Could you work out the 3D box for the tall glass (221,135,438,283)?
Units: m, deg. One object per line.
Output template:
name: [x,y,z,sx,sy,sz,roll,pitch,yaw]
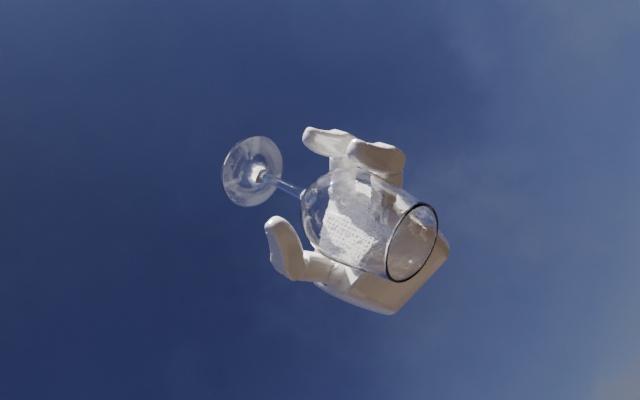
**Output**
tall glass: [-0.001,0.001,0.412,0.079,0.079,0.201,0,18,-45]
